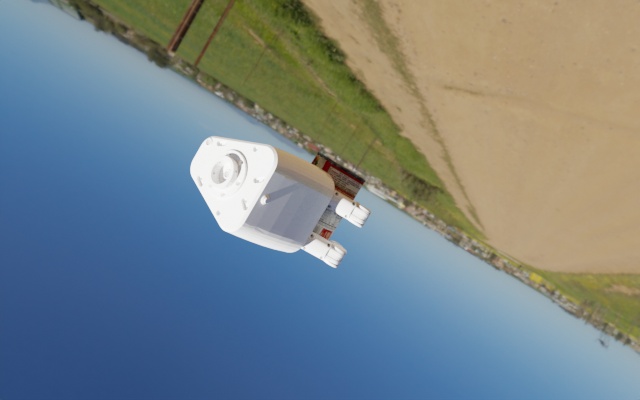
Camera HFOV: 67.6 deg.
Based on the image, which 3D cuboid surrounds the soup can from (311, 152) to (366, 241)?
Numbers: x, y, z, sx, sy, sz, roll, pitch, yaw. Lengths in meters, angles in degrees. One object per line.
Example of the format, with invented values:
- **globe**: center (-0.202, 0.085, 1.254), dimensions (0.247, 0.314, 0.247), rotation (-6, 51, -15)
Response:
- **soup can**: center (0.000, 0.002, 0.579), dimensions (0.068, 0.102, 0.068), rotation (31, 4, -2)
